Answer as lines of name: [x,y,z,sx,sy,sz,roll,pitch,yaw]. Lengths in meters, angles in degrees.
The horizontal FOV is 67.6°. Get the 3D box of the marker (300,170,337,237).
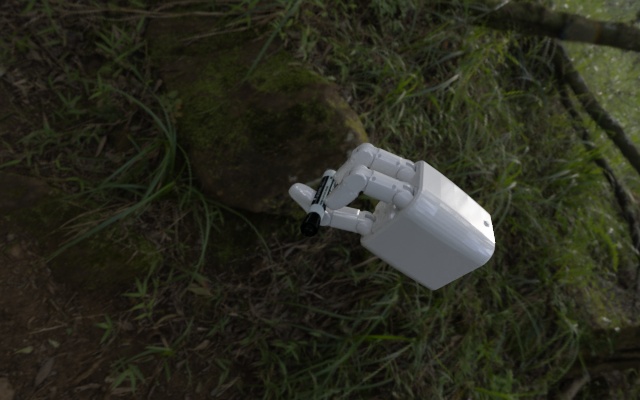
marker: [0.000,0.002,0.529,0.020,0.020,0.121,0,31,14]
